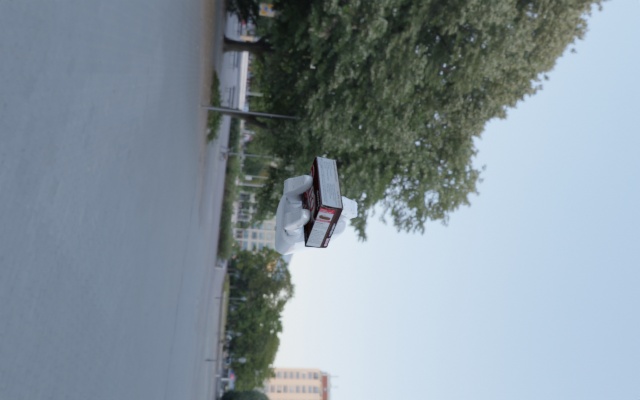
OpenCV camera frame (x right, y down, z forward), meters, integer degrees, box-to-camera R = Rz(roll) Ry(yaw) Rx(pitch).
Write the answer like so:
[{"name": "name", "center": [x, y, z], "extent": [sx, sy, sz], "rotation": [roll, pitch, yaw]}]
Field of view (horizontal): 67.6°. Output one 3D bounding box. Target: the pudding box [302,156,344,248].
[{"name": "pudding box", "center": [0.000, 0.002, 0.722], "extent": [0.039, 0.090, 0.113], "rotation": [6, 43, -15]}]
